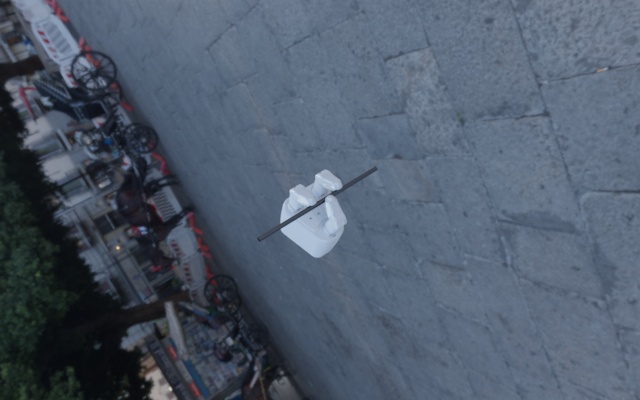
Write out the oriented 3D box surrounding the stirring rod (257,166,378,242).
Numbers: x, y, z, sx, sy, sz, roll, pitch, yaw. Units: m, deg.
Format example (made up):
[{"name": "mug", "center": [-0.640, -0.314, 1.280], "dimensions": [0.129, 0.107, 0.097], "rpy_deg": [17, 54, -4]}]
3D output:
[{"name": "stirring rod", "center": [0.000, 0.003, 0.782], "dimensions": [0.239, 0.011, 0.011], "rpy_deg": [-31, 12, -21]}]
